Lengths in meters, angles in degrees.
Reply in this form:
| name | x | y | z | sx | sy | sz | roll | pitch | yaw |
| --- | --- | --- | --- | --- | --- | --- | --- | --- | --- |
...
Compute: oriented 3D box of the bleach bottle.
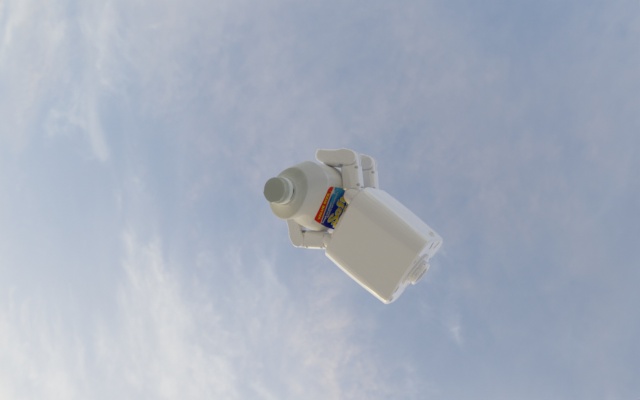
| name | x | y | z | sx | sy | sz | roll | pitch | yaw |
| --- | --- | --- | --- | --- | --- | --- | --- | --- | --- |
| bleach bottle | 0.000 | 0.002 | 0.642 | 0.068 | 0.102 | 0.251 | 40 | 14 | 23 |
